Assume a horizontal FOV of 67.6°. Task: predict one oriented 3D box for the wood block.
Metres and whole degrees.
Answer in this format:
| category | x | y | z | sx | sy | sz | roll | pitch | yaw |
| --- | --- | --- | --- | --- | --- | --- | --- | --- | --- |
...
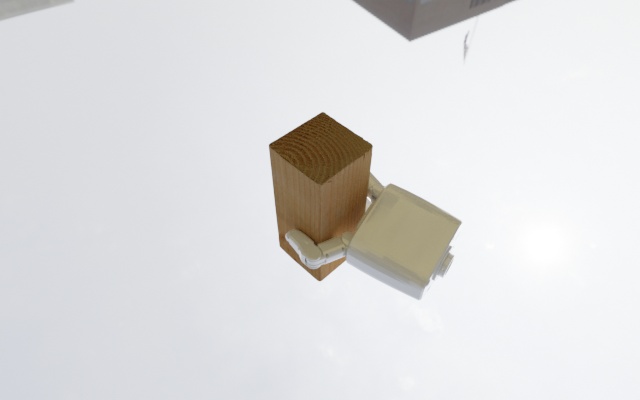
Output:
| category | x | y | z | sx | sy | sz | roll | pitch | yaw |
| --- | --- | --- | --- | --- | --- | --- | --- | --- | --- |
| wood block | 0.000 | 0.003 | 0.628 | 0.091 | 0.206 | 0.090 | -36 | 59 | -27 |
